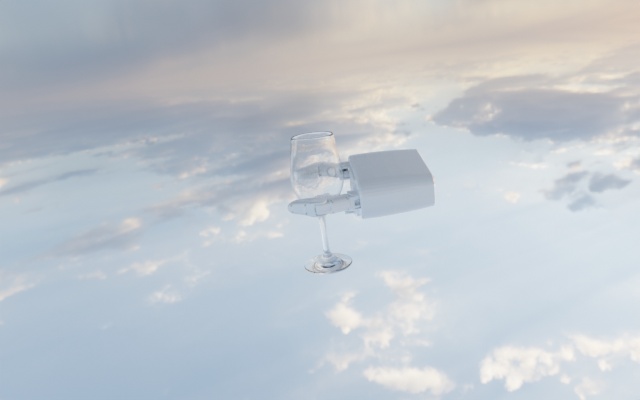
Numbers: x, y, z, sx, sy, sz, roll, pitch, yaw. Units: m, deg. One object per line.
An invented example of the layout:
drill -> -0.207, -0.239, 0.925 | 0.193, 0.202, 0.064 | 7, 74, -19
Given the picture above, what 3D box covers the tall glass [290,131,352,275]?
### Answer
tall glass -> 0.000, 0.003, 0.705 | 0.079, 0.201, 0.079 | -7, 16, 2
